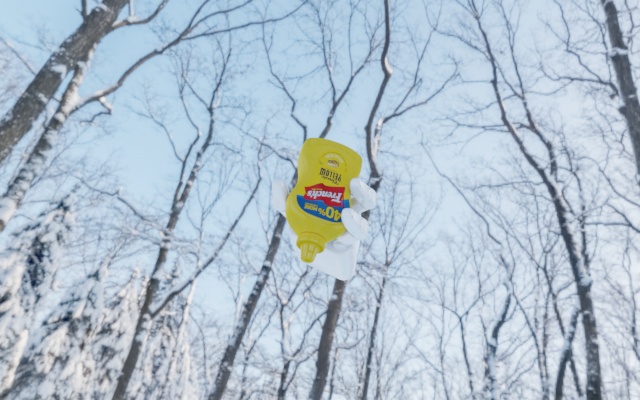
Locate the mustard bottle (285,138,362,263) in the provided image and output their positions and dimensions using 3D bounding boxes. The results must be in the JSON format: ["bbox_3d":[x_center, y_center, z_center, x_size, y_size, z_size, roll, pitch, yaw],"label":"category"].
[{"bbox_3d":[0.000,0.002,0.695,0.096,0.191,0.058,20,-32,-11],"label":"mustard bottle"}]
